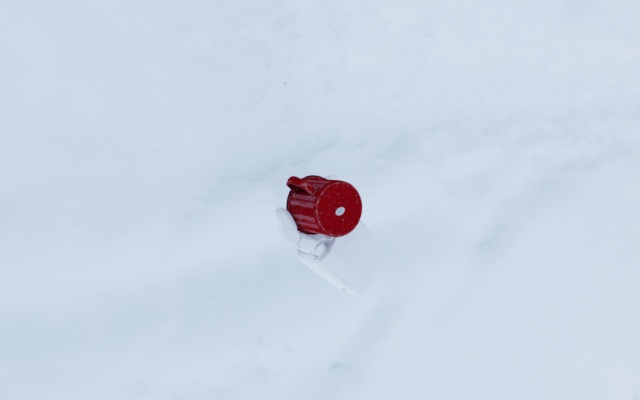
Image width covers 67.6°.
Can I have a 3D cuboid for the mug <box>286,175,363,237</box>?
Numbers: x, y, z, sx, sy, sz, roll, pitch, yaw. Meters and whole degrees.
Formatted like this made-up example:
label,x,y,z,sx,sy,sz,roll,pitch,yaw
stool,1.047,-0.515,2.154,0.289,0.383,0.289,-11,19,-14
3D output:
label,x,y,z,sx,sy,sz,roll,pitch,yaw
mug,-0.001,0.001,0.697,0.117,0.093,0.081,42,-17,-25
